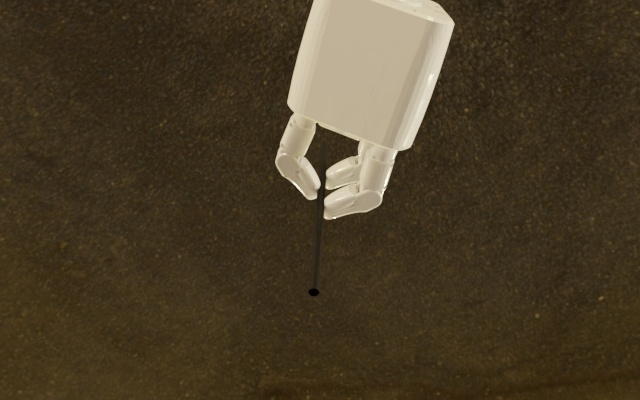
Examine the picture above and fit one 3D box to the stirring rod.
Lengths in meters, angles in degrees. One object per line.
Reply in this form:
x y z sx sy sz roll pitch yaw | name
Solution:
0.000 0.001 0.443 0.011 0.011 0.239 0 33 3 | stirring rod
